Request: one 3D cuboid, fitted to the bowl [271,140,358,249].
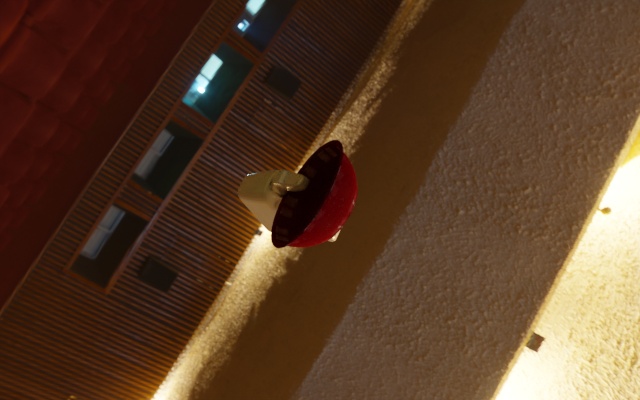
[{"bbox_3d":[0.001,0.003,0.631,0.055,0.162,0.162,31,-11,-19],"label":"bowl"}]
